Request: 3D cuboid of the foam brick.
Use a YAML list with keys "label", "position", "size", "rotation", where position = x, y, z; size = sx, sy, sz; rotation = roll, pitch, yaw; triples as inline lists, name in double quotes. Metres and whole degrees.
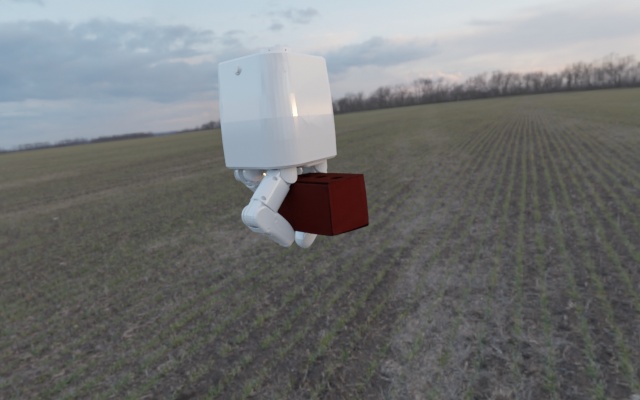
- label: "foam brick"
  position: [0.000, 0.002, 0.467]
  size: [0.078, 0.051, 0.053]
  rotation: [5, 13, 44]
